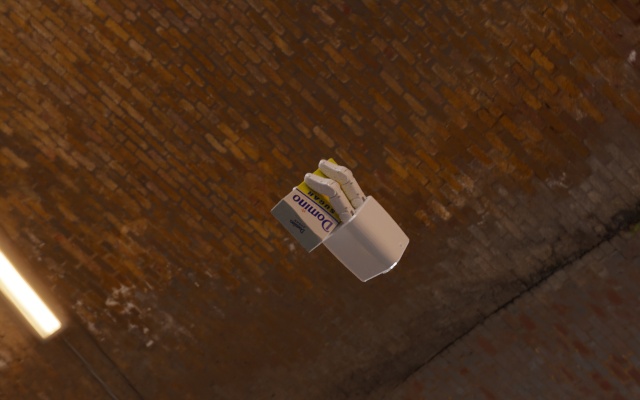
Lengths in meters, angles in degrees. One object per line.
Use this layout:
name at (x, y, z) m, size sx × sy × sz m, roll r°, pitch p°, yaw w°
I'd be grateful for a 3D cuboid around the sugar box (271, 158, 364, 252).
sugar box at (0.001, 0.002, 0.814) m, size 0.048 × 0.093 × 0.176 m, roll -42°, pitch 2°, yaw 36°
